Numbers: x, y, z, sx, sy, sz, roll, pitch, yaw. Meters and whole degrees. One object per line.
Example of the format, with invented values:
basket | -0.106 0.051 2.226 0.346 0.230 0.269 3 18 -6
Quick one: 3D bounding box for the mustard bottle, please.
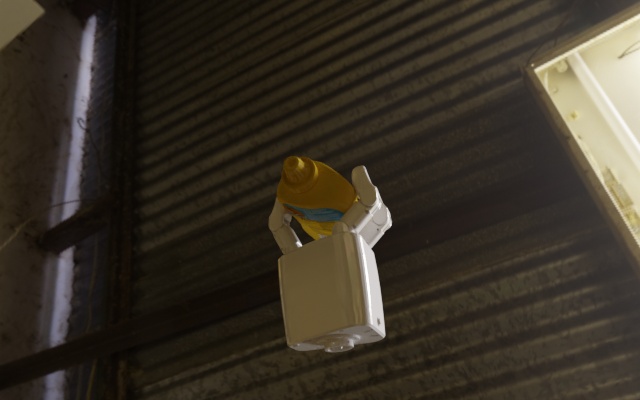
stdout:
mustard bottle | 0.000 0.002 0.587 0.096 0.058 0.192 7 -22 25
